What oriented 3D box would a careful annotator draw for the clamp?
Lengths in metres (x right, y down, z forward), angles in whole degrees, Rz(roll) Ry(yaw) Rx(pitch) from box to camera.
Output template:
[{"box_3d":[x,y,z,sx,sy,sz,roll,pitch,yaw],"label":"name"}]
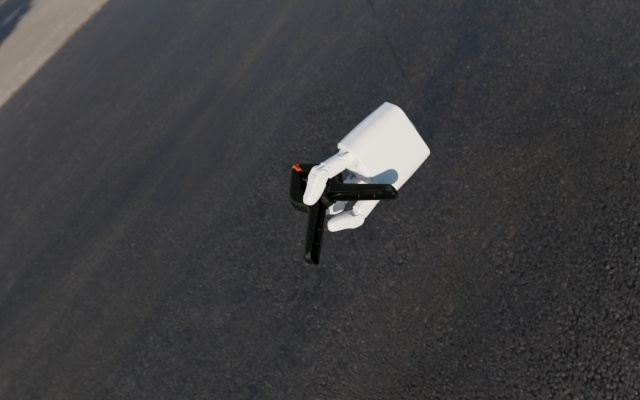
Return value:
[{"box_3d":[0.000,0.002,0.746,0.210,0.164,0.036,36,-14,50],"label":"clamp"}]
